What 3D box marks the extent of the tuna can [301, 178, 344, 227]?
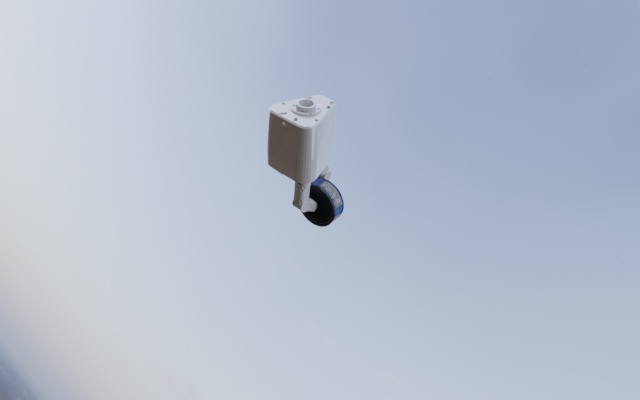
[{"bbox_3d":[0.000,0.003,0.875,0.086,0.086,0.033,0,25,43],"label":"tuna can"}]
